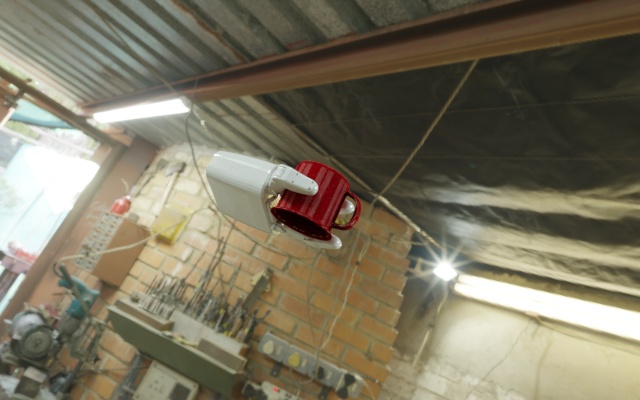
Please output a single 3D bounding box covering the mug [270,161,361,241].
[{"bbox_3d":[0.001,0.002,0.657,0.117,0.081,0.093,18,-19,23],"label":"mug"}]
